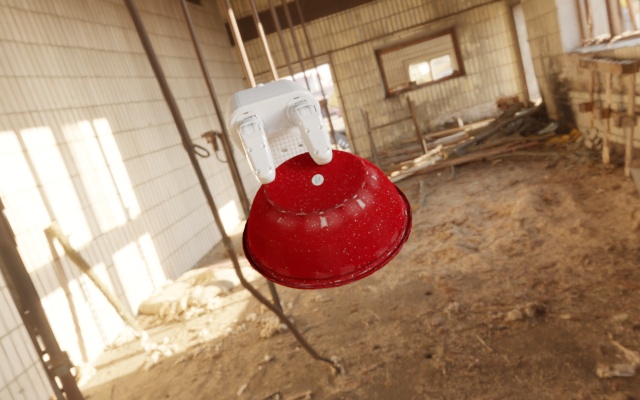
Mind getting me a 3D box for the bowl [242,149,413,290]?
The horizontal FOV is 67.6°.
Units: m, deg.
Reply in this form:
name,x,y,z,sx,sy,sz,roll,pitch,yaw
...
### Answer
name,x,y,z,sx,sy,sz,roll,pitch,yaw
bowl,0.001,0.002,0.432,0.162,0.055,0.162,-8,40,7
